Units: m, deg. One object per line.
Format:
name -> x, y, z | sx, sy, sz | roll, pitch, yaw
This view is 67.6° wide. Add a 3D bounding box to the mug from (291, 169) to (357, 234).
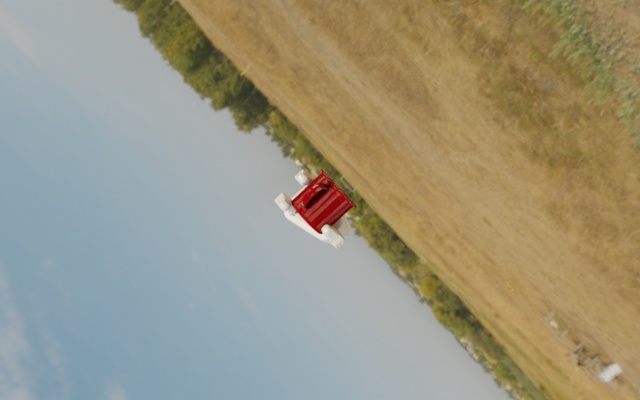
mug -> 0.000, 0.003, 0.830 | 0.081, 0.093, 0.117 | -43, -19, 2
